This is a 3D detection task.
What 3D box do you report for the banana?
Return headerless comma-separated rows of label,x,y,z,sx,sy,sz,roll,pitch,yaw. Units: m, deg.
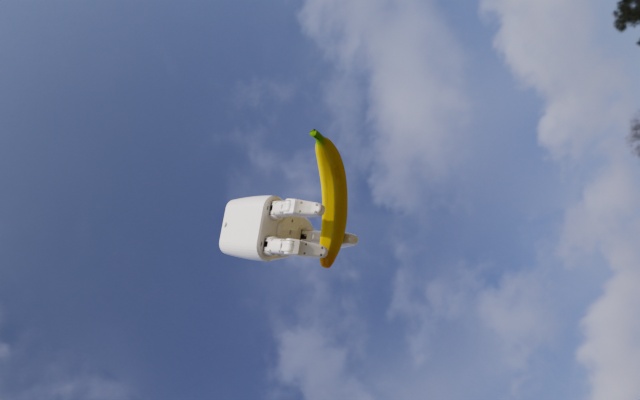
banana,0.012,-0.005,0.691,0.037,0.198,0.069,2,12,42
